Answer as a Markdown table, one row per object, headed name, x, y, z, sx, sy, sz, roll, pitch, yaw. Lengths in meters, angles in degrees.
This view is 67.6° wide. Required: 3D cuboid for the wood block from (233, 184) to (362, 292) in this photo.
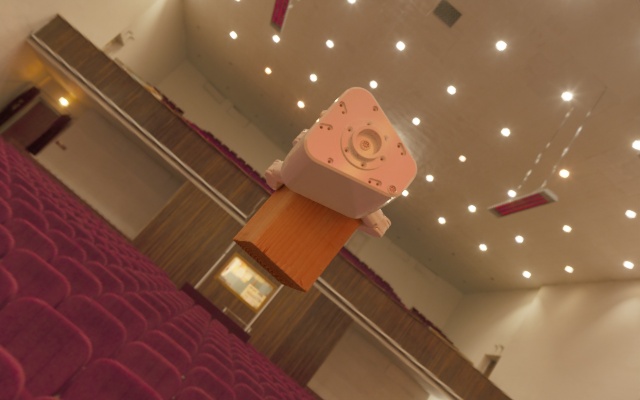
| name | x | y | z | sx | sy | sz | roll | pitch | yaw |
| --- | --- | --- | --- | --- | --- | --- | --- | --- | --- |
| wood block | 0.001 | 0.002 | 0.596 | 0.091 | 0.206 | 0.090 | 45 | -19 | -15 |
